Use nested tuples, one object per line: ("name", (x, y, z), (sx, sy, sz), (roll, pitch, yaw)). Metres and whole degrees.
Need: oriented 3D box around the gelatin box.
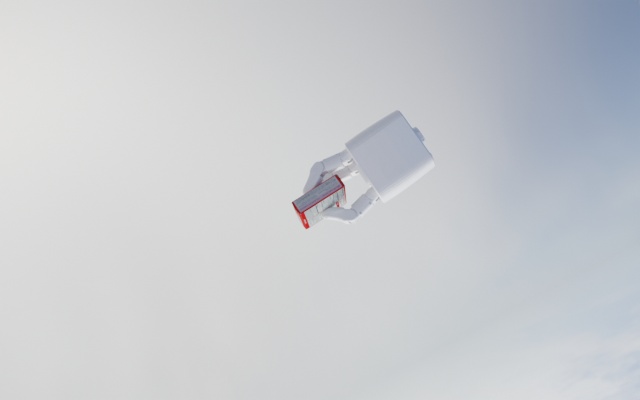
("gelatin box", (0.000, 0.003, 0.796), (0.089, 0.030, 0.073), (-33, -22, -8))
